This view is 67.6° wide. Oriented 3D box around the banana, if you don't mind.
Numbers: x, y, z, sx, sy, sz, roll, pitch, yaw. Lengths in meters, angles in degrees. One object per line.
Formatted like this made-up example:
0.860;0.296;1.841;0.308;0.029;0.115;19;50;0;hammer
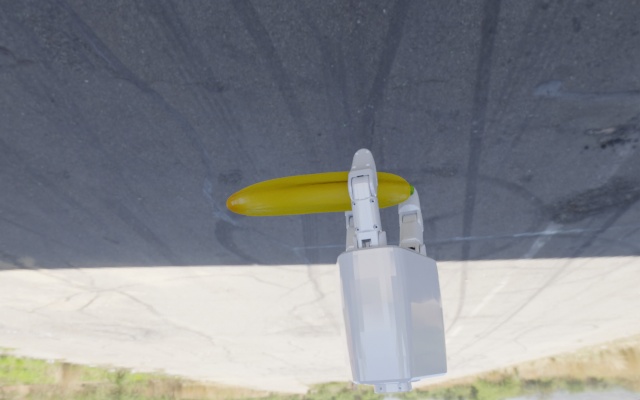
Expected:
0.005;-0.004;0.469;0.198;0.037;0.070;-3;-16;-6;banana
